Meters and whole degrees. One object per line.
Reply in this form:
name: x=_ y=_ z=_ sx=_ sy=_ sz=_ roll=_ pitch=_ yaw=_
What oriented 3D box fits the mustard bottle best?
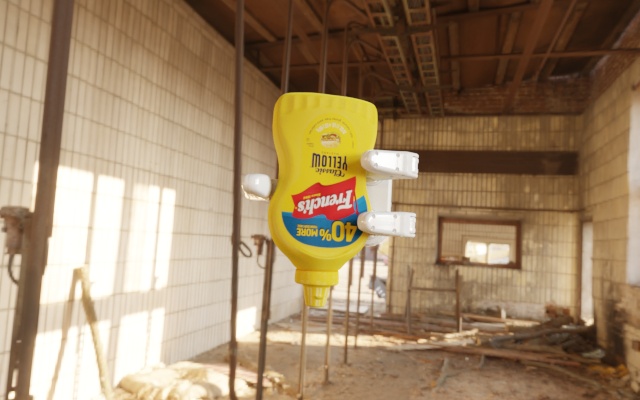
mustard bottle: x=0.000 y=0.001 z=0.444 sx=0.096 sy=0.191 sz=0.058 roll=4 pitch=-4 yaw=-15
